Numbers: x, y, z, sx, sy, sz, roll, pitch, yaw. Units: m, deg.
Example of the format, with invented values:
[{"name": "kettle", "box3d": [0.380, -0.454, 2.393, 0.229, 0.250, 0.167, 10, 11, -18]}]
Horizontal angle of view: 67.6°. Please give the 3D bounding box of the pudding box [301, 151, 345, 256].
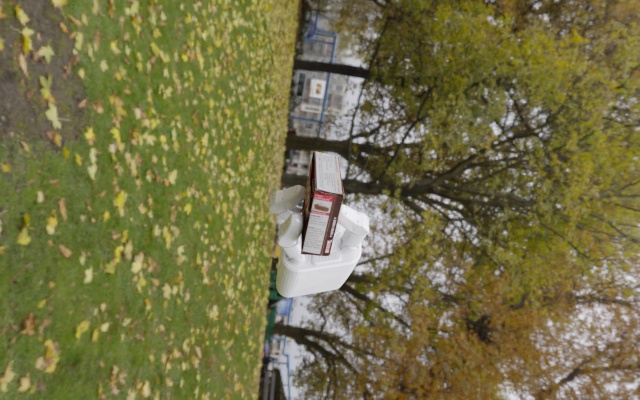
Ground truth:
[{"name": "pudding box", "box3d": [0.000, 0.002, 0.592, 0.039, 0.090, 0.113, 7, 28, -8]}]
